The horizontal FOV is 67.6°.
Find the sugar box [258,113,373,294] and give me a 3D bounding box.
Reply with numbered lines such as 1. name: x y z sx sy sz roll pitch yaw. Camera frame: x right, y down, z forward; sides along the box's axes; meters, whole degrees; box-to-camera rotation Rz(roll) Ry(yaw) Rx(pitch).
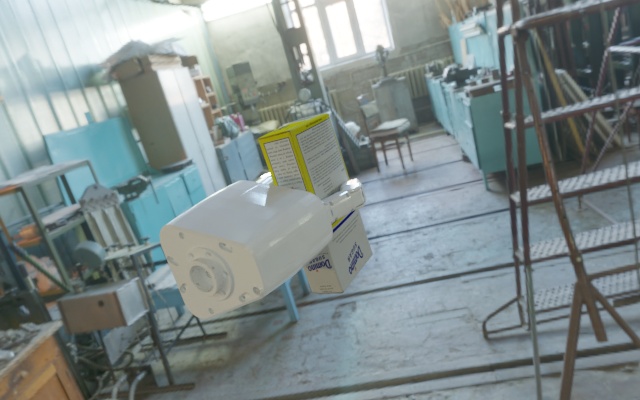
1. sugar box: 0.000 0.002 0.514 0.048 0.176 0.093 -7 17 30
